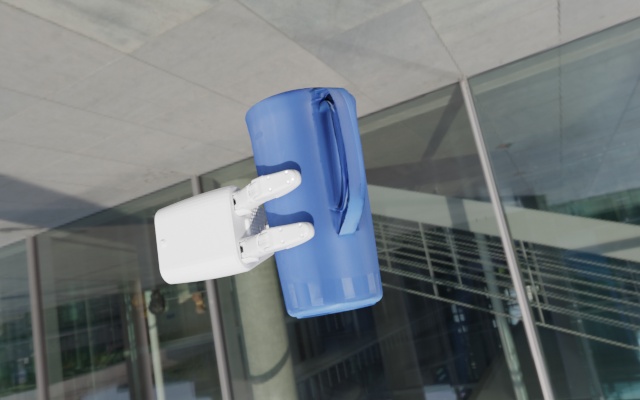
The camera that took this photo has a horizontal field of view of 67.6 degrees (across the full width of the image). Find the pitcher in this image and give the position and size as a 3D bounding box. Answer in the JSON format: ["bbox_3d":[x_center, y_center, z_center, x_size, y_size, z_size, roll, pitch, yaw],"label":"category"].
[{"bbox_3d":[0.000,0.002,0.538,0.145,0.242,0.149,-14,-11,18],"label":"pitcher"}]
